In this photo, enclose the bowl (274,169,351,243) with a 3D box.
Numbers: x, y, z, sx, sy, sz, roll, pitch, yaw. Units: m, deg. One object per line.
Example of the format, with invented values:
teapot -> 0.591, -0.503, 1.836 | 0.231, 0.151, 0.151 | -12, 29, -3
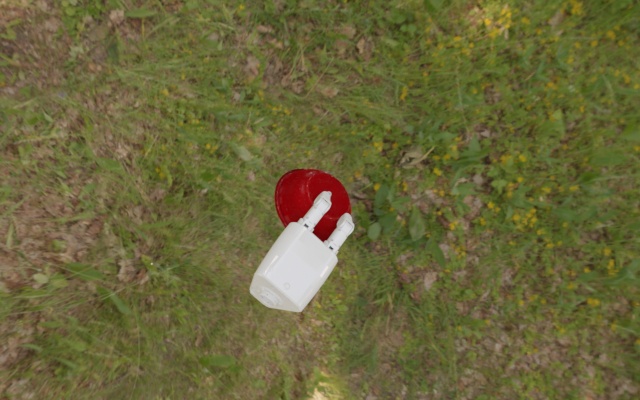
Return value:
bowl -> 0.001, 0.002, 0.855 | 0.162, 0.162, 0.055 | 0, -26, -39
